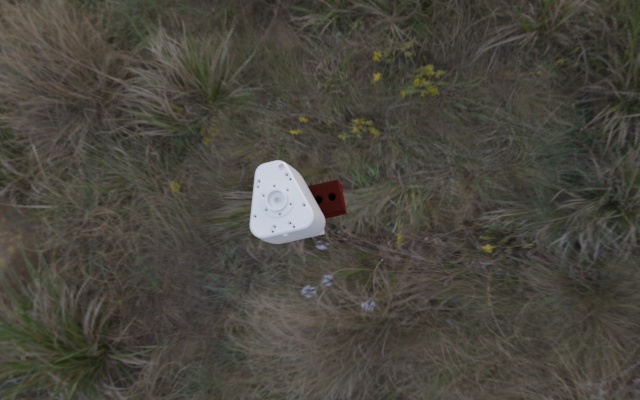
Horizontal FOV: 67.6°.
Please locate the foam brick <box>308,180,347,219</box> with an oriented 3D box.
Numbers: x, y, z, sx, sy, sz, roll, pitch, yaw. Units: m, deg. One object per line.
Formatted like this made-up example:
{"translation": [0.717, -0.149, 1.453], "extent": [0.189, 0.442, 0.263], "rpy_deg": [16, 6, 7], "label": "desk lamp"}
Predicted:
{"translation": [0.000, 0.002, 0.787], "extent": [0.078, 0.053, 0.051], "rpy_deg": [-13, -10, 6], "label": "foam brick"}
